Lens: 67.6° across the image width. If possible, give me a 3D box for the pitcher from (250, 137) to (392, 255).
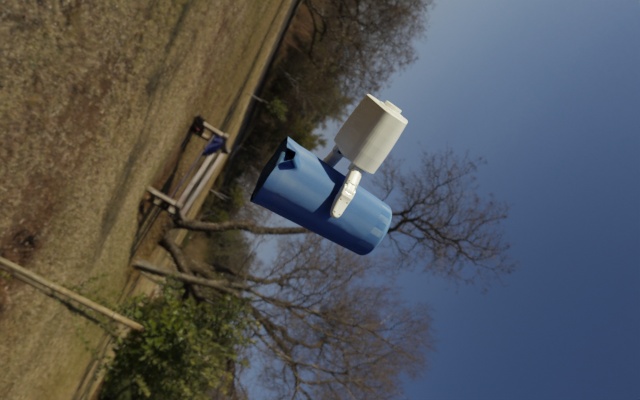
[{"bbox_3d":[0.000,0.003,0.879,0.243,0.145,0.149,31,15,-13],"label":"pitcher"}]
